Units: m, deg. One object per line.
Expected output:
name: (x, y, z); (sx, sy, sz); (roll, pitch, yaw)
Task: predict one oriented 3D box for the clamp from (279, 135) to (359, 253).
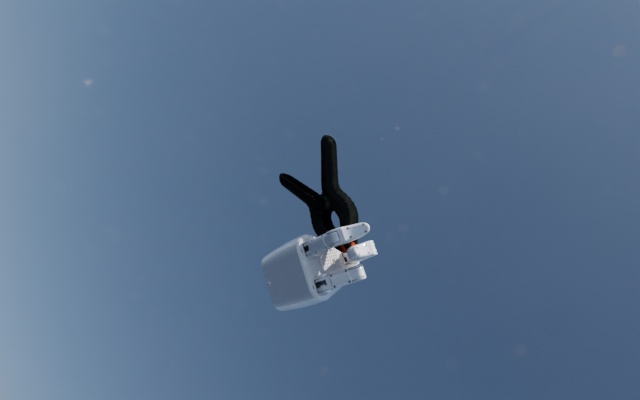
clamp: (0.001, 0.002, 0.713); (0.039, 0.171, 0.120); (-7, -15, -44)
